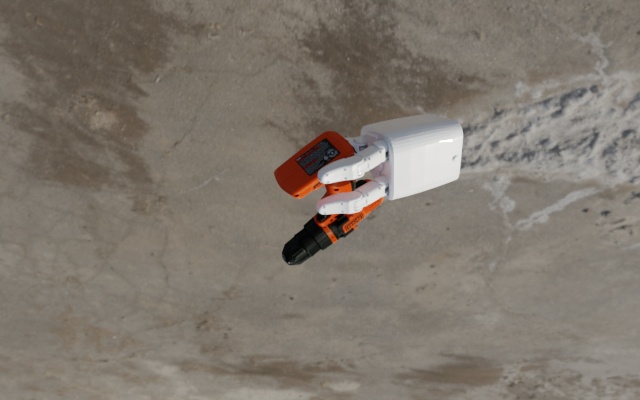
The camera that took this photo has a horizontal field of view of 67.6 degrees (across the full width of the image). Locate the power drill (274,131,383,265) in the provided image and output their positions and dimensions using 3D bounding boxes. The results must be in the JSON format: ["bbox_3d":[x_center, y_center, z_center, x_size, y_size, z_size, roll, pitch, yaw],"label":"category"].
[{"bbox_3d":[0.000,0.002,0.677,0.057,0.184,0.188,46,-9,30],"label":"power drill"}]
